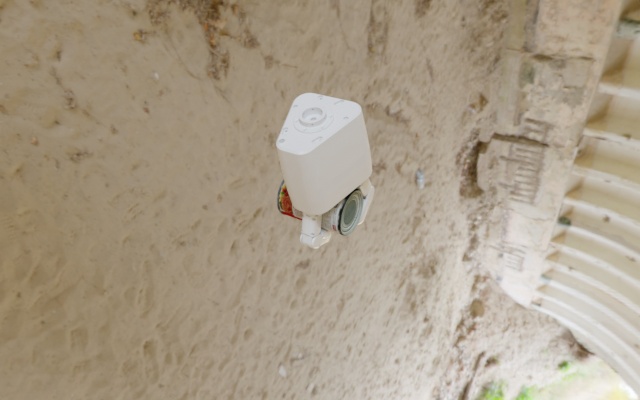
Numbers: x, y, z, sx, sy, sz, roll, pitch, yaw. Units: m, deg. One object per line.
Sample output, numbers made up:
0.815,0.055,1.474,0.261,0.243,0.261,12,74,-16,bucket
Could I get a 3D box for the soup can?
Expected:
0.000,0.003,0.664,0.102,0.068,0.068,18,8,26,soup can
